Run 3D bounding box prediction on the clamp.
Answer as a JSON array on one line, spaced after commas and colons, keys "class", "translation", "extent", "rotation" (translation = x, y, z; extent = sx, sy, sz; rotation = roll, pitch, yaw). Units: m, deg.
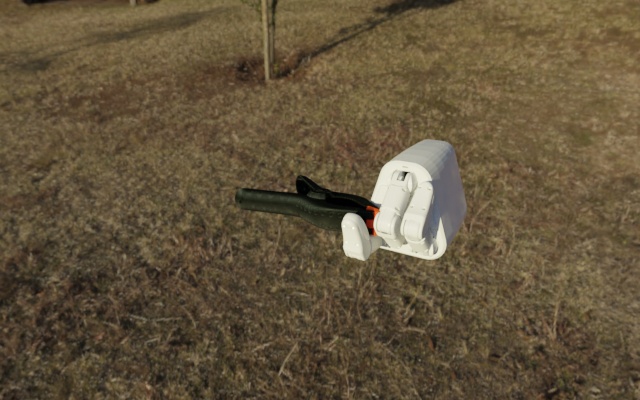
[{"class": "clamp", "translation": [0.000, 0.001, 0.559], "extent": [0.171, 0.039, 0.120], "rotation": [15, 27, 27]}]
